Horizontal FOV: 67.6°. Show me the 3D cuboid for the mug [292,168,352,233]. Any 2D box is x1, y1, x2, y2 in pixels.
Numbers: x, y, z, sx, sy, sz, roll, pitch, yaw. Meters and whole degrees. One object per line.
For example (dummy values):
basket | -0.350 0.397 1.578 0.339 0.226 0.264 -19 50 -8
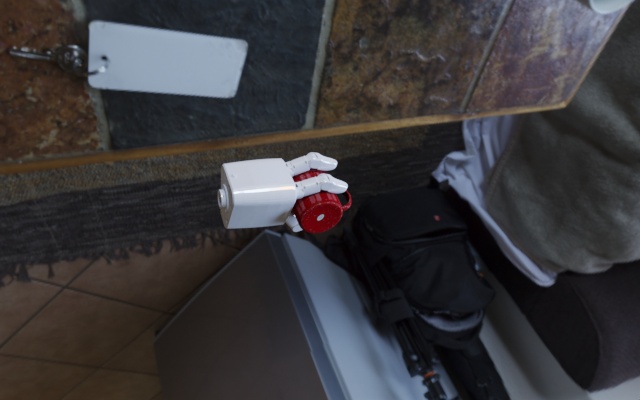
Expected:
mug | 0.002 0.003 0.854 0.117 0.093 0.081 -6 46 -22
